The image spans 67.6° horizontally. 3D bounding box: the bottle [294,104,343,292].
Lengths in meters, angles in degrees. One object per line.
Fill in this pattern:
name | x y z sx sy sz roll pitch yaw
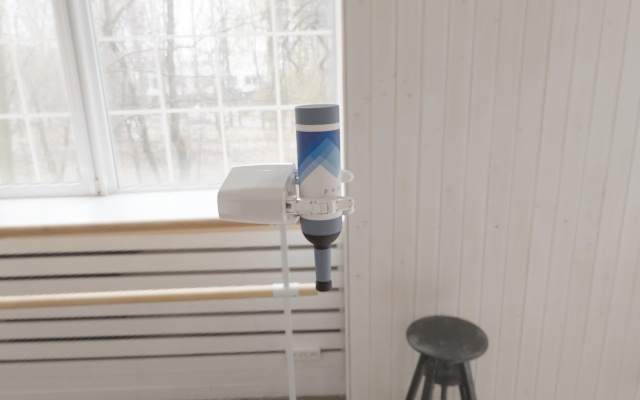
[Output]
bottle | 0.000 0.002 0.741 0.069 0.296 0.069 -2 16 1
